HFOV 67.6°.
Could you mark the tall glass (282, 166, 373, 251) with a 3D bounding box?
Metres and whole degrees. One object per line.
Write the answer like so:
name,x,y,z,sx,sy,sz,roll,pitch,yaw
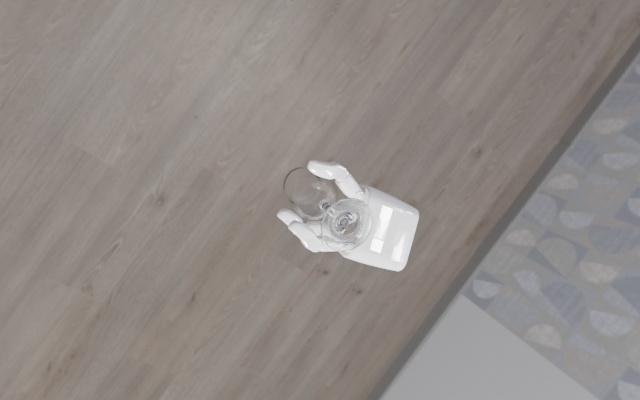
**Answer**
tall glass,0.000,0.002,0.712,0.079,0.079,0.201,0,18,-22
